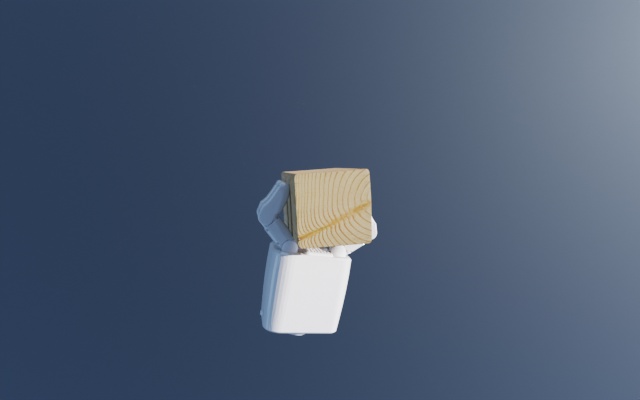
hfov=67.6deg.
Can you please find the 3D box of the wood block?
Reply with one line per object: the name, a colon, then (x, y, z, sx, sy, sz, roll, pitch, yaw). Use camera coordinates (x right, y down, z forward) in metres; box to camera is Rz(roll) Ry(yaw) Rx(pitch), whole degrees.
wood block: (0.000, 0.003, 0.655, 0.091, 0.090, 0.206, -4, 5, -9)
